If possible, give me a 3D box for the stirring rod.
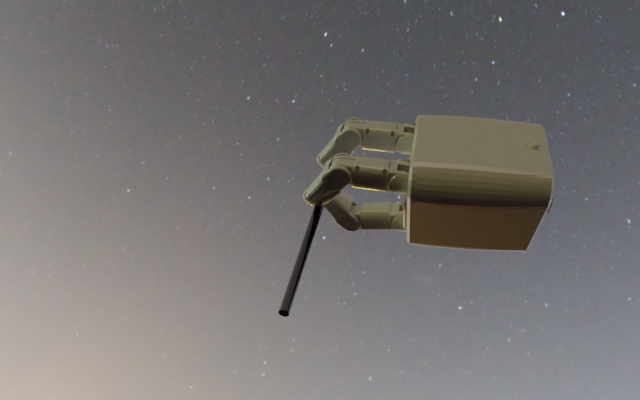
[{"bbox_3d":[0.000,0.002,0.429,0.011,0.011,0.239,0,42,17],"label":"stirring rod"}]
